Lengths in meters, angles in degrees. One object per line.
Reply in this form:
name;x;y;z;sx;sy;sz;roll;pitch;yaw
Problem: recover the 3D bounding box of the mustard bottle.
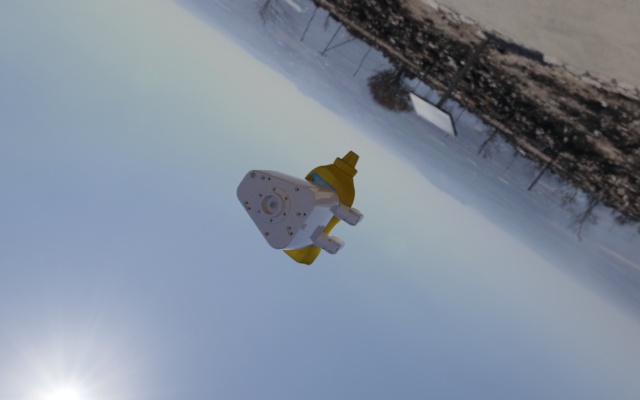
mustard bottle;0.000;0.003;0.769;0.058;0.191;0.096;24;15;-50
